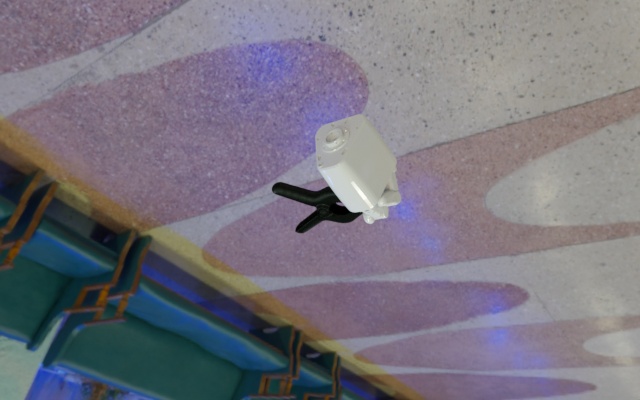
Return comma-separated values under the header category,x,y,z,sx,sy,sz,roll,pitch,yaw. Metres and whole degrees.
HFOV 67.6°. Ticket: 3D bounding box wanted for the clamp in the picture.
category,x,y,z,sx,sy,sz,roll,pitch,yaw
clamp,0.000,0.003,0.827,0.171,0.039,0.120,-14,-46,30
